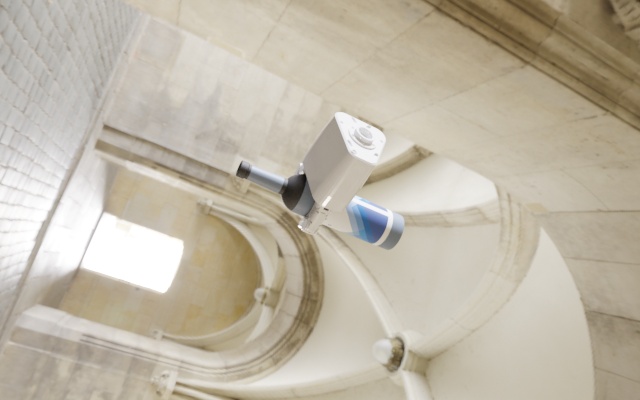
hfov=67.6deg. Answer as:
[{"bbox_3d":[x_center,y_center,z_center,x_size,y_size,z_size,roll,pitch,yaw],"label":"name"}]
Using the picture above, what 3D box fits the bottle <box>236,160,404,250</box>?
[{"bbox_3d":[0.000,0.003,0.801,0.296,0.069,0.069,23,-7,-18],"label":"bottle"}]
